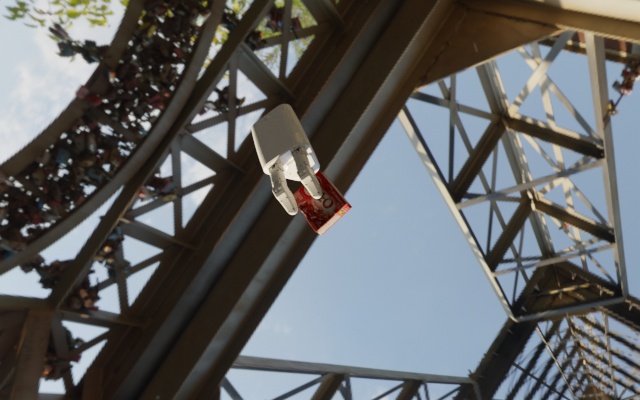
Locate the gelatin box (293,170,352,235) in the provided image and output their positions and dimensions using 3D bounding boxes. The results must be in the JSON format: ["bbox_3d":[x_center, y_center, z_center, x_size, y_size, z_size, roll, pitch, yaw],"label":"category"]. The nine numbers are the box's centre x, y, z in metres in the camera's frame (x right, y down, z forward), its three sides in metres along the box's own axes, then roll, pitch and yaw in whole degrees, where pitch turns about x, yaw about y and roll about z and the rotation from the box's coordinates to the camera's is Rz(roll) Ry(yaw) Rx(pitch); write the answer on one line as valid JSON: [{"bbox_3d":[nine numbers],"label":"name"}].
[{"bbox_3d":[0.001,0.003,0.833,0.073,0.089,0.030,-43,-29,9],"label":"gelatin box"}]
